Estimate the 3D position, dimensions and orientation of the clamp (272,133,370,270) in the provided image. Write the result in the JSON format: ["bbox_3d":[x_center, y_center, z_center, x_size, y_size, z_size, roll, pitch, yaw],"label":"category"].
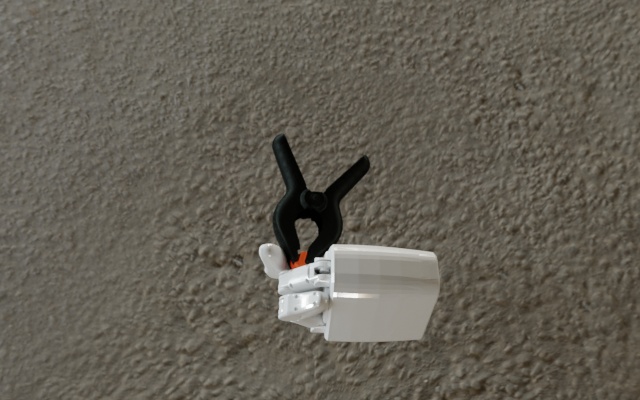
[{"bbox_3d":[0.000,0.002,0.548,0.120,0.171,0.039,3,-26,-4],"label":"clamp"}]
